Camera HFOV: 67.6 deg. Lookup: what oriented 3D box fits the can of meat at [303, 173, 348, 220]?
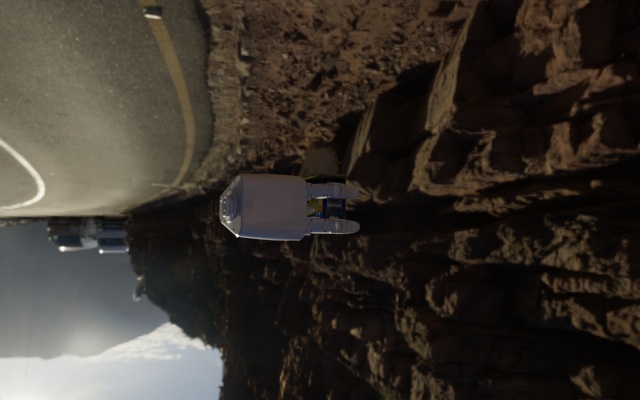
[{"bbox_3d":[0.000,0.003,0.797,0.057,0.084,0.102,4,-6,-33],"label":"can of meat"}]
